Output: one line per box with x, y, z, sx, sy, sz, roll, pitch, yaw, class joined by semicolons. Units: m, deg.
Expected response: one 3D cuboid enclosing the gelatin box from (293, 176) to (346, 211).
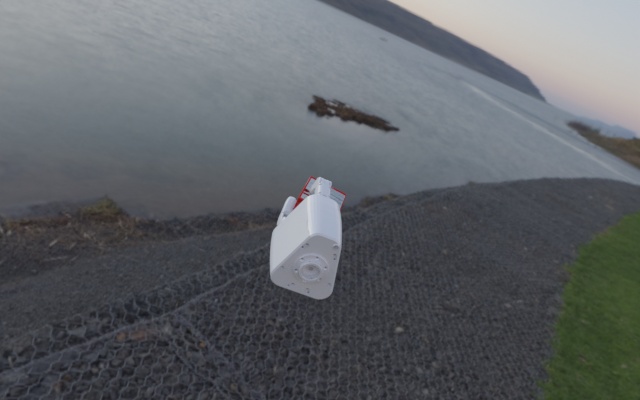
0.000;0.002;0.819;0.073;0.030;0.089;27;30;-1;gelatin box
